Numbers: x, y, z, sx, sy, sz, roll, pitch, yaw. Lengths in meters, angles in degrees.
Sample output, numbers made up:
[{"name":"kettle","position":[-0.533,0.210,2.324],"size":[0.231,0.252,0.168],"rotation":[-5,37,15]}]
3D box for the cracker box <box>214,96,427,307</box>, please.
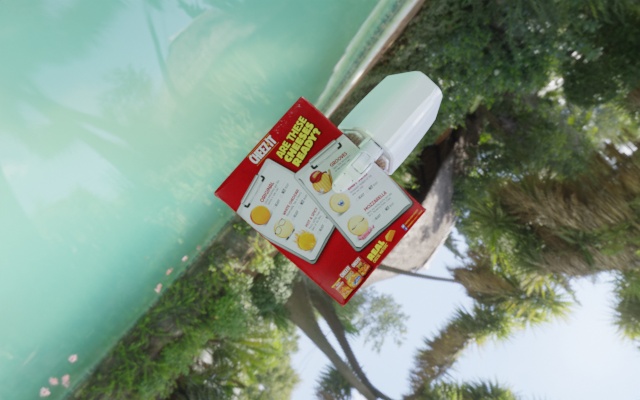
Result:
[{"name":"cracker box","position":[0.000,0.002,0.616],"size":[0.214,0.164,0.072],"rotation":[42,-5,-4]}]
